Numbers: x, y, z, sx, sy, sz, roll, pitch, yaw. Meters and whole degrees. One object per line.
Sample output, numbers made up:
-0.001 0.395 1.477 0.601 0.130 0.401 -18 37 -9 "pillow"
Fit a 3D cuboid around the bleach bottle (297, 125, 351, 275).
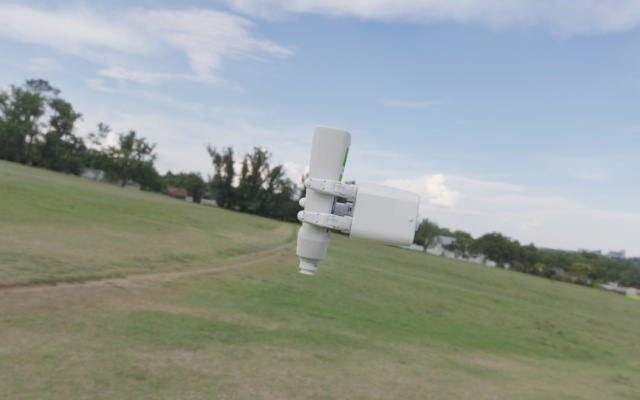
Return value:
0.000 0.003 0.834 0.068 0.251 0.102 10 -3 4 "bleach bottle"
